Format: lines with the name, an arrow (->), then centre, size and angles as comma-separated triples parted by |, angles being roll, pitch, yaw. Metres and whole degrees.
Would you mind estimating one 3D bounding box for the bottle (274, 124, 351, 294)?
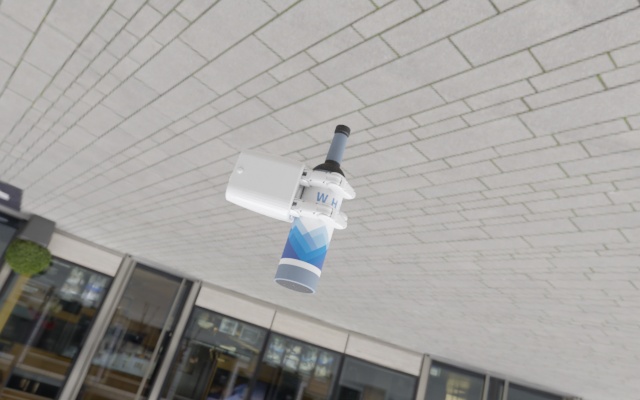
bottle -> 0.000, 0.003, 0.791 | 0.069, 0.295, 0.069 | 15, -22, 6
